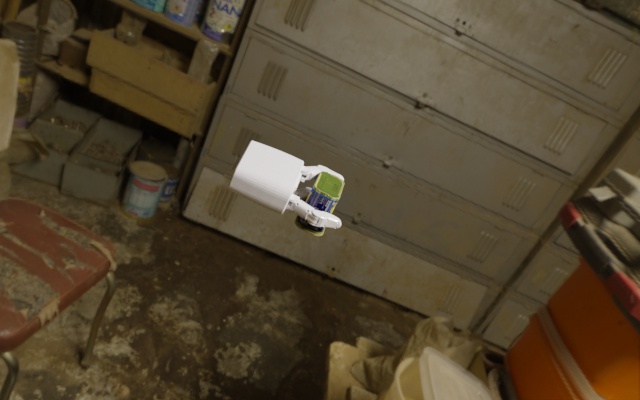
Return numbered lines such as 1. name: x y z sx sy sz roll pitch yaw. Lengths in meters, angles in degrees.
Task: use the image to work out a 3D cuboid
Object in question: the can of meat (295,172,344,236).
1. can of meat: 0.000 0.003 0.881 0.057 0.084 0.102 26 26 -2
